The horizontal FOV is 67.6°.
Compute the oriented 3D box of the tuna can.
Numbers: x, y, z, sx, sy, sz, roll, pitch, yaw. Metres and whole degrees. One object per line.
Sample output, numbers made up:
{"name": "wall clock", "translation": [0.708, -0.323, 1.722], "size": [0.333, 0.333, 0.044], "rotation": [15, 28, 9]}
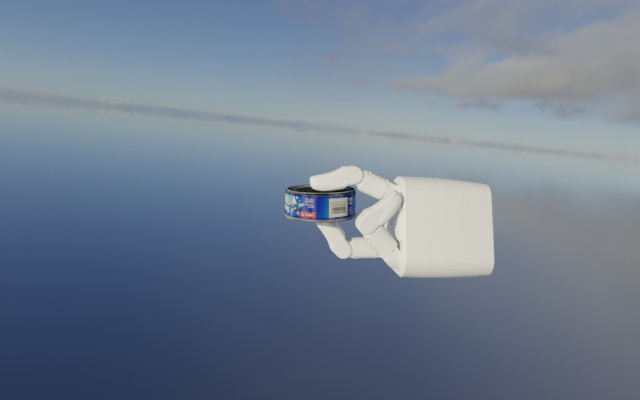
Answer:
{"name": "tuna can", "translation": [0.000, 0.001, 0.572], "size": [0.086, 0.034, 0.086], "rotation": [0, 9, 0]}
